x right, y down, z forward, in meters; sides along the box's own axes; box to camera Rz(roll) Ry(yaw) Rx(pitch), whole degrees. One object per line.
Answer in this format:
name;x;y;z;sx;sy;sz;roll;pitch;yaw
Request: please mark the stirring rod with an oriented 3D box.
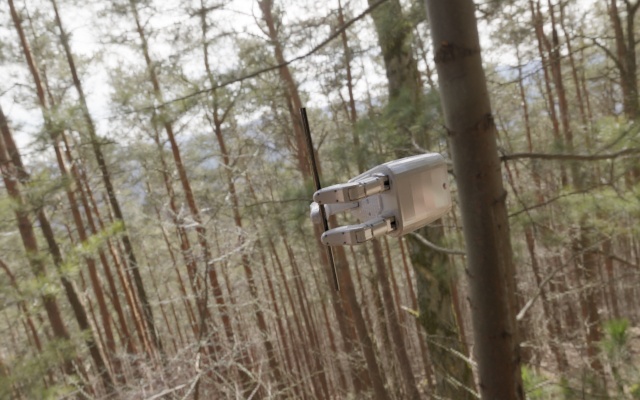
stirring rod;0.000;0.002;0.610;0.011;0.239;0.011;-10;11;2
